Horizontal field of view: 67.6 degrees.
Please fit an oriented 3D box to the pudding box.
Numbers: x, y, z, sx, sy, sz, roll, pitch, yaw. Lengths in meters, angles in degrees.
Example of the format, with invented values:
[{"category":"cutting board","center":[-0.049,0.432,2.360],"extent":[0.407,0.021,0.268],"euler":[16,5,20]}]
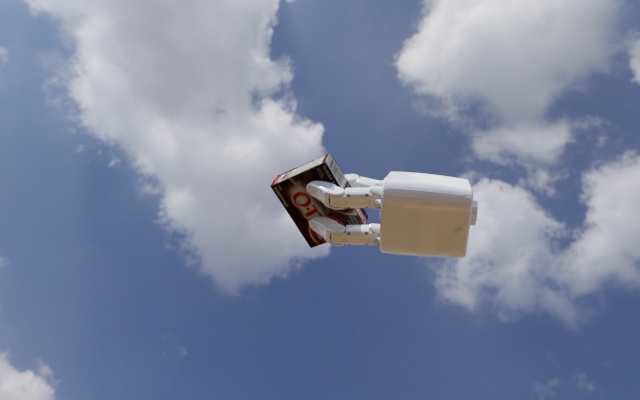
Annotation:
[{"category":"pudding box","center":[0.000,0.002,0.652],"extent":[0.090,0.113,0.039],"euler":[-22,20,25]}]
